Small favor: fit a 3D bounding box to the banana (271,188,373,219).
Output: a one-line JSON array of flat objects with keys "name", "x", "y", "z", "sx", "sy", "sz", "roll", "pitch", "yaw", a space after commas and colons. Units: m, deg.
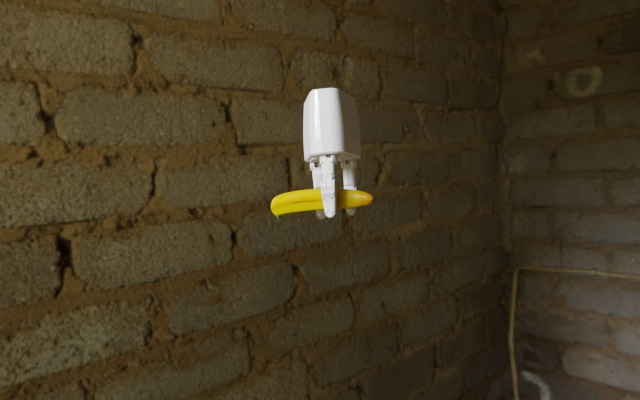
[{"name": "banana", "x": -0.013, "y": 0.001, "z": 0.799, "sx": 0.198, "sy": 0.037, "sz": 0.069, "roll": -8, "pitch": -9, "yaw": 31}]
